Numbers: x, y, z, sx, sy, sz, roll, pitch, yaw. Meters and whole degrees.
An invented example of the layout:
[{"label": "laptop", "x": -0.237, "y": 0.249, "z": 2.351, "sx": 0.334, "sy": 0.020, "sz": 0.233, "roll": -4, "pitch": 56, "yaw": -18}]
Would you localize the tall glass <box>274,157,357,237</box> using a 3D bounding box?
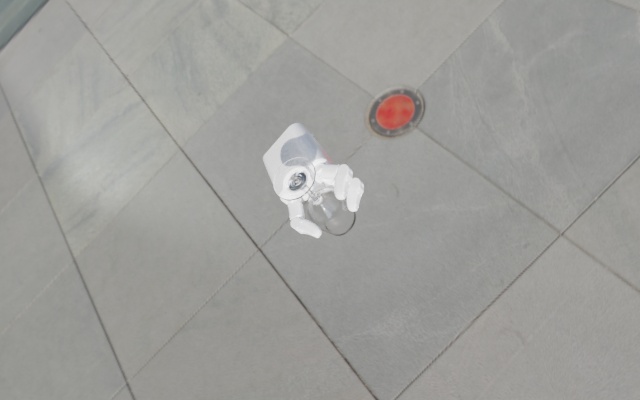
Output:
[{"label": "tall glass", "x": 0.000, "y": 0.003, "z": 0.828, "sx": 0.079, "sy": 0.079, "sz": 0.201, "roll": 0, "pitch": -22, "yaw": 27}]
